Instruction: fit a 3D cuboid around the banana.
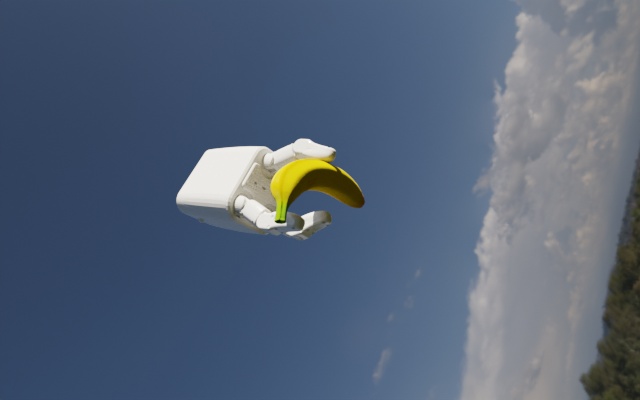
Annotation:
[{"bbox_3d":[-0.003,-0.016,0.581,0.037,0.069,0.198,-3,4,33],"label":"banana"}]
